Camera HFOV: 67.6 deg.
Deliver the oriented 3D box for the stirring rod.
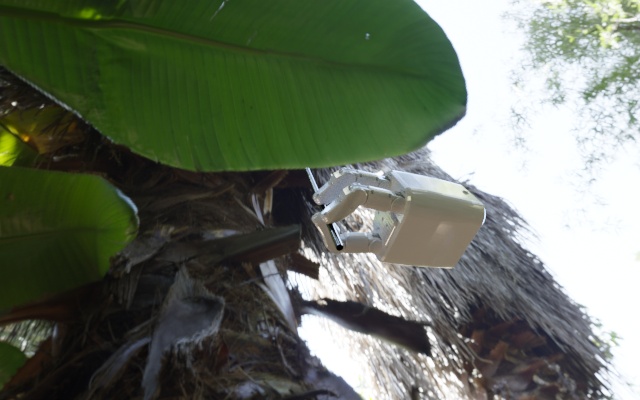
[{"bbox_3d":[0.000,0.002,0.615,0.011,0.011,0.239,0,24,-11],"label":"stirring rod"}]
